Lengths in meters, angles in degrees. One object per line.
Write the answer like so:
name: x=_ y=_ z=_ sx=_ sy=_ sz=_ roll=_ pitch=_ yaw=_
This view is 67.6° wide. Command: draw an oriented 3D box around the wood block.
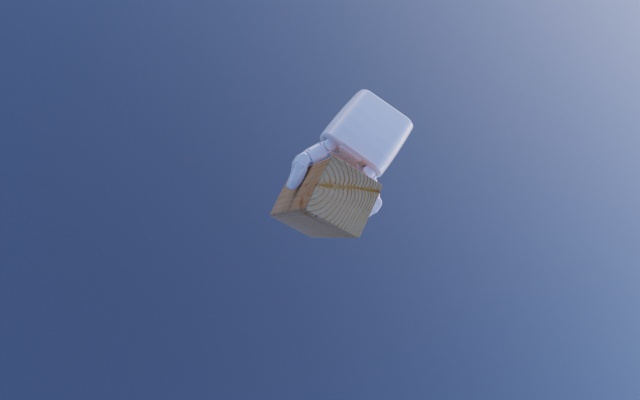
wood block: x=0.000 y=0.002 z=0.763 sx=0.091 sy=0.090 sz=0.206 roll=30 pitch=-13 yaw=-15
